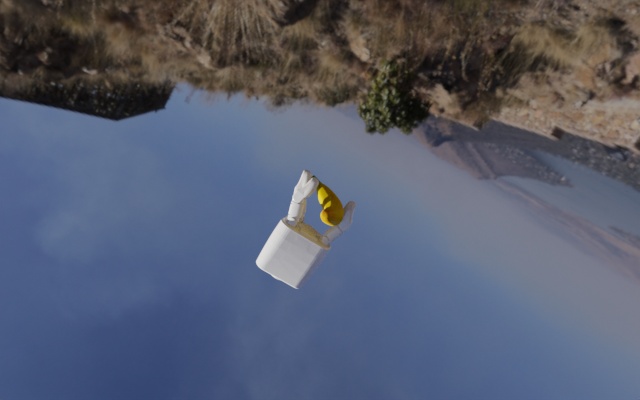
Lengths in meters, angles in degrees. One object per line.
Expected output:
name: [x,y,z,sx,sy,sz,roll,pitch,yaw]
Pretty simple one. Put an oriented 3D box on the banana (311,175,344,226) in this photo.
banana: [0.014,0.011,0.909,0.070,0.037,0.197,33,13,-19]
